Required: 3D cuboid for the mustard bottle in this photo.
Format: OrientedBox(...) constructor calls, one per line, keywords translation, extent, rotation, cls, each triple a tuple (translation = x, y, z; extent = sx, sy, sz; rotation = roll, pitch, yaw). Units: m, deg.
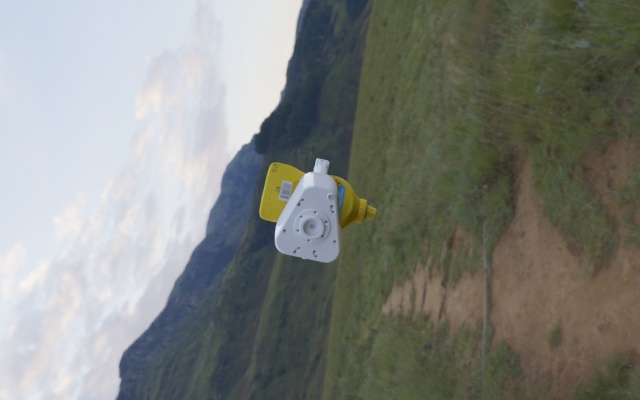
OrientedBox(translation=(0.000, 0.003, 0.801), extent=(0.191, 0.096, 0.058), rotation=(12, -13, -3), cls="mustard bottle")
